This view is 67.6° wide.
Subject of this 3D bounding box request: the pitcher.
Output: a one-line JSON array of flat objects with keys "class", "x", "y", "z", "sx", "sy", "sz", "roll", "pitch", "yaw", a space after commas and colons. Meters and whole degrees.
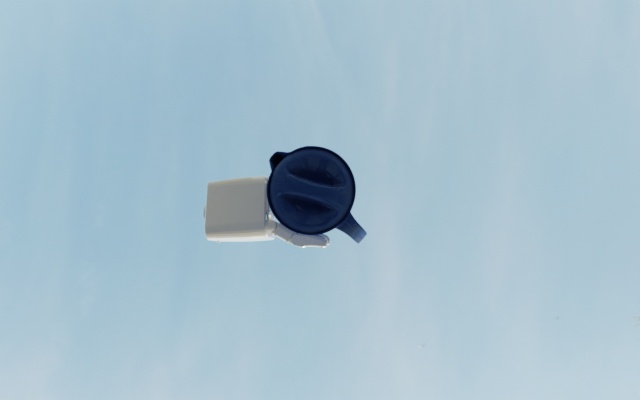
[{"class": "pitcher", "x": 0.000, "y": 0.003, "z": 0.817, "sx": 0.145, "sy": 0.149, "sz": 0.243, "roll": -4, "pitch": -5, "yaw": 3}]
